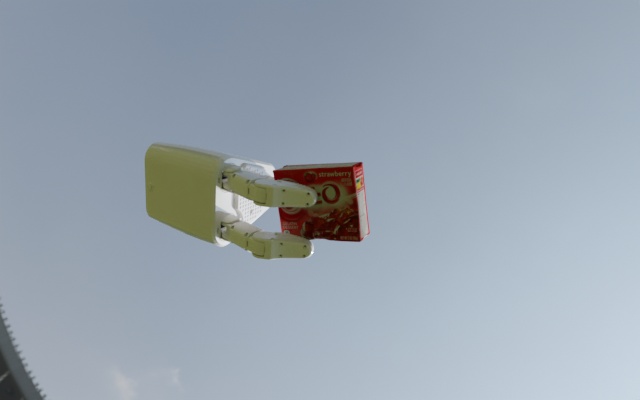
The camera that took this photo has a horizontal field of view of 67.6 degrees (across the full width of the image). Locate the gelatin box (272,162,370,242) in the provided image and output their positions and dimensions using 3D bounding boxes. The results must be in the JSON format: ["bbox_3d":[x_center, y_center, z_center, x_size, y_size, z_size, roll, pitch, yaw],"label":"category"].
[{"bbox_3d":[0.001,0.001,0.469,0.089,0.073,0.030,0,14,26],"label":"gelatin box"}]
